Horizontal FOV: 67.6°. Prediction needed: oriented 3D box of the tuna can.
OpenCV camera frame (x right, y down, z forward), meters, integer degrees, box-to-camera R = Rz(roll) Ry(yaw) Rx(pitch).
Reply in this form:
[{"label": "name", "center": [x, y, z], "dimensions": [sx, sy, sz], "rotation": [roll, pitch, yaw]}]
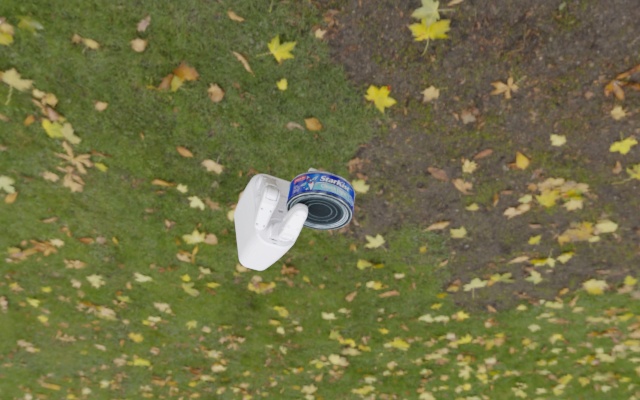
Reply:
[{"label": "tuna can", "center": [0.000, 0.002, 0.603], "dimensions": [0.086, 0.033, 0.086], "rotation": [6, -35, 4]}]
